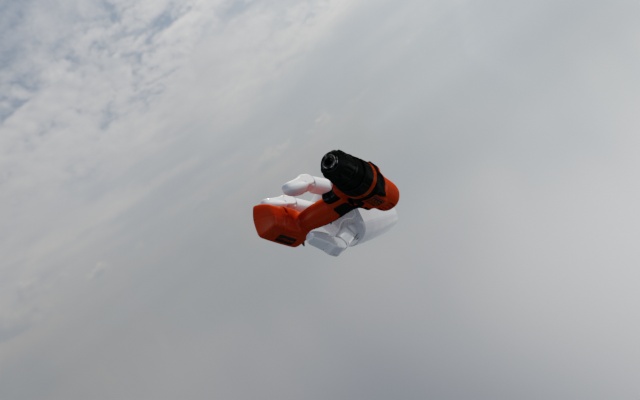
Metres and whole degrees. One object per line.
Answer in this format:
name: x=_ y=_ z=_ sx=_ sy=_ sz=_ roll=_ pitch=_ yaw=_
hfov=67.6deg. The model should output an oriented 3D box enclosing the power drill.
power drill: x=0.000 y=0.002 z=0.667 sx=0.188 sy=0.057 sz=0.184 roll=-24 pitch=-27 yaw=24
